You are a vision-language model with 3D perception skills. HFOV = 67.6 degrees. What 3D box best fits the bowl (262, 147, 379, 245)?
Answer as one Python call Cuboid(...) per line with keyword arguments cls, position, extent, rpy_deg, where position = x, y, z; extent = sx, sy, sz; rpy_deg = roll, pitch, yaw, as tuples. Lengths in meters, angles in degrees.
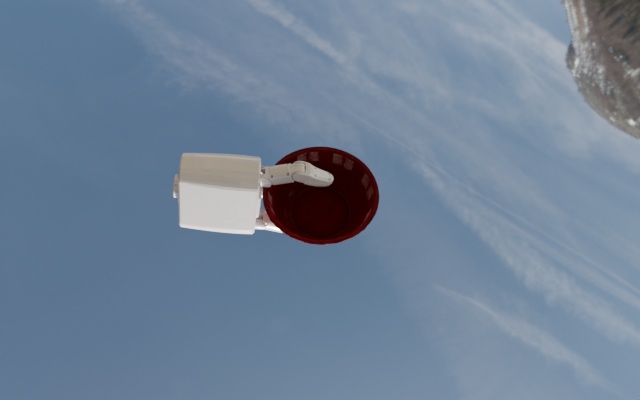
Cuboid(cls="bowl", position=(0.001, 0.003, 0.679), extent=(0.162, 0.162, 0.055), rpy_deg=(0, -32, -1))
